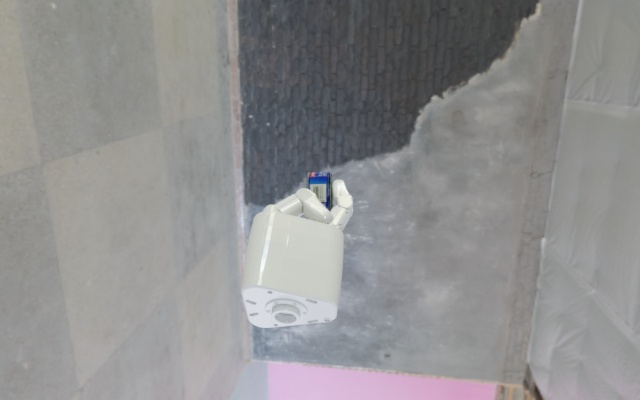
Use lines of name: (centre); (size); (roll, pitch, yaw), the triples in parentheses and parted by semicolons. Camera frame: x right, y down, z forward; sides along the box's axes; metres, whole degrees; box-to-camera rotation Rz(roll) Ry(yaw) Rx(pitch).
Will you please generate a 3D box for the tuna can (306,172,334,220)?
tuna can: (0.001, 0.002, 0.674); (0.034, 0.086, 0.086); (-2, 0, 4)
